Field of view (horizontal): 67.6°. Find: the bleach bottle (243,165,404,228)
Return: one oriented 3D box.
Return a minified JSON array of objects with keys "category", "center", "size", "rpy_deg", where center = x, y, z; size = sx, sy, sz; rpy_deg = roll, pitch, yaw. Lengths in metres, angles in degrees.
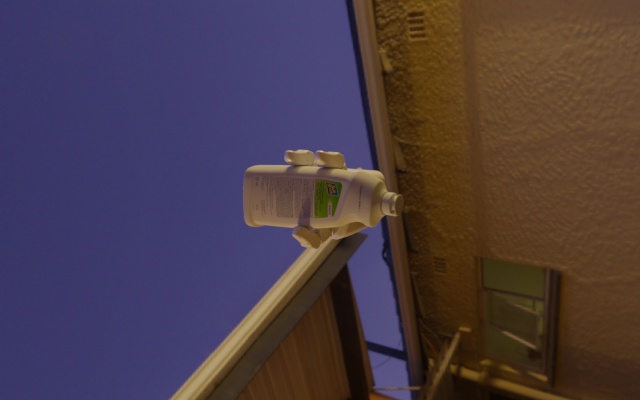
[{"category":"bleach bottle","center":[0.000,0.002,0.705],"size":[0.251,0.102,0.068],"rpy_deg":[7,12,32]}]
